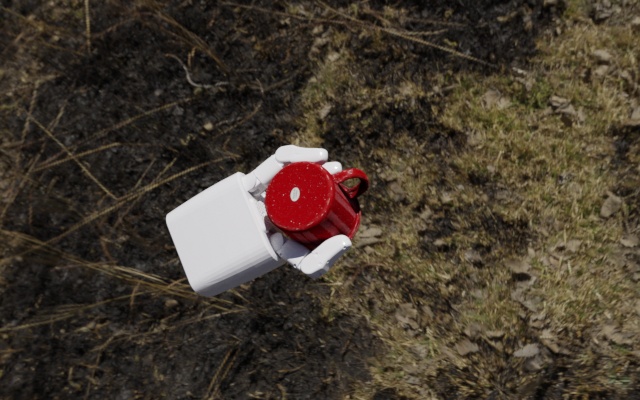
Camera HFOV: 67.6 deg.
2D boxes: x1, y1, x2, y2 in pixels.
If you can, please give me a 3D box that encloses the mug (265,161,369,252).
[{"bbox_3d":[0.001,0.001,0.532,0.117,0.093,0.081,-28,-28,10],"label":"mug"}]
